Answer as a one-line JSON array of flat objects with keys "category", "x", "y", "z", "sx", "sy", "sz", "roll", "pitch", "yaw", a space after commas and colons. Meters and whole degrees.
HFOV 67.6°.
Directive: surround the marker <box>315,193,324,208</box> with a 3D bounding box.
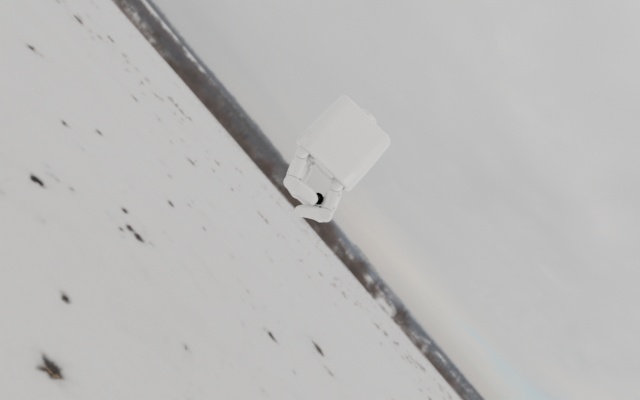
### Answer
[{"category": "marker", "x": 0.000, "y": 0.003, "z": 0.798, "sx": 0.020, "sy": 0.020, "sz": 0.121, "roll": 0, "pitch": -7, "yaw": 5}]
